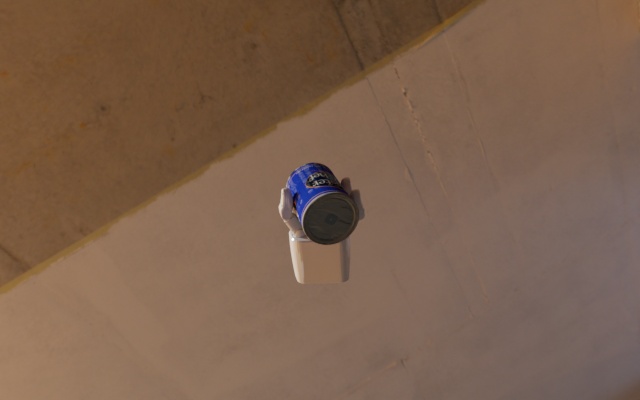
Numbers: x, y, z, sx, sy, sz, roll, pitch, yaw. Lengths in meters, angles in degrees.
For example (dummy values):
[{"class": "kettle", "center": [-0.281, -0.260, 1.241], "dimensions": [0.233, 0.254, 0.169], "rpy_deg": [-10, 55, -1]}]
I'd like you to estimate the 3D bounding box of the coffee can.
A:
[{"class": "coffee can", "center": [0.000, 0.003, 0.883], "dimensions": [0.103, 0.103, 0.140], "rpy_deg": [0, 26, -17]}]
